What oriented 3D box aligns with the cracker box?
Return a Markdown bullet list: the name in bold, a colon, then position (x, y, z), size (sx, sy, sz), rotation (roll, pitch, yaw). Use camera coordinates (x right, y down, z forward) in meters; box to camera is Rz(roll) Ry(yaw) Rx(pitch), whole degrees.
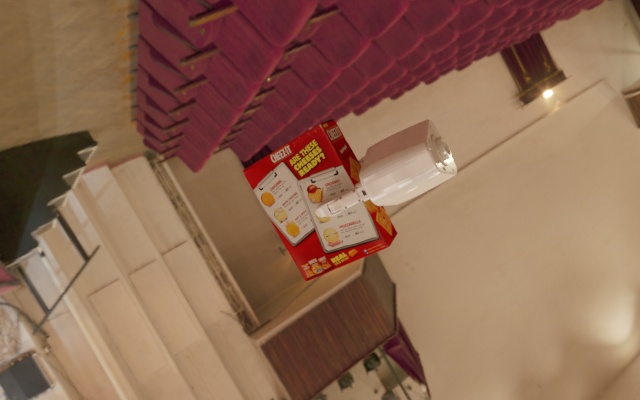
- **cracker box**: position (0.000, 0.003, 0.773), size (0.164, 0.214, 0.072), rotation (-27, 5, 27)
